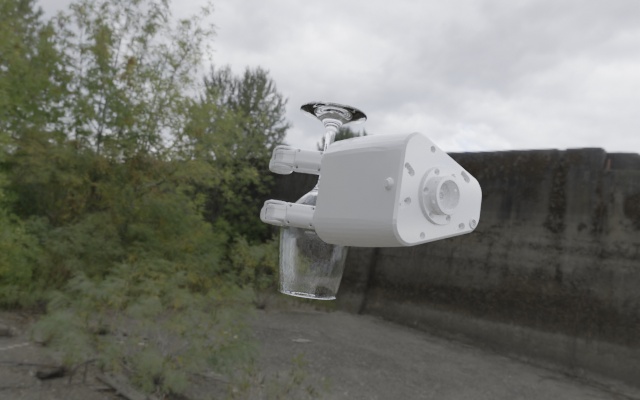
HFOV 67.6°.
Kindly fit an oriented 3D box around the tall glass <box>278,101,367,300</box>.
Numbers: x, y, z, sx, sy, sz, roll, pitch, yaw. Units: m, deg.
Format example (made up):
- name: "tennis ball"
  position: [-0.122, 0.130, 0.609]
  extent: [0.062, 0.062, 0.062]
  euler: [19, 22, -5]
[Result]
- name: "tall glass"
  position: [0.000, 0.001, 0.512]
  extent: [0.079, 0.201, 0.079]
  euler: [8, -7, 1]
